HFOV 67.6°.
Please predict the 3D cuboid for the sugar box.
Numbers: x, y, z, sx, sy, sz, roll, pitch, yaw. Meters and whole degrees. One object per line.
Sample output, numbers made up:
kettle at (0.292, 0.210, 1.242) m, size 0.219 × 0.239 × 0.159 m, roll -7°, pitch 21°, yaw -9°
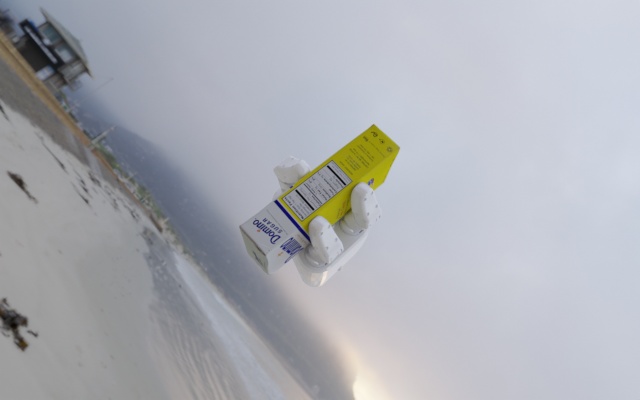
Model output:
sugar box at (0.001, 0.002, 0.500) m, size 0.176 × 0.048 × 0.093 m, roll -41°, pitch -14°, yaw -16°
